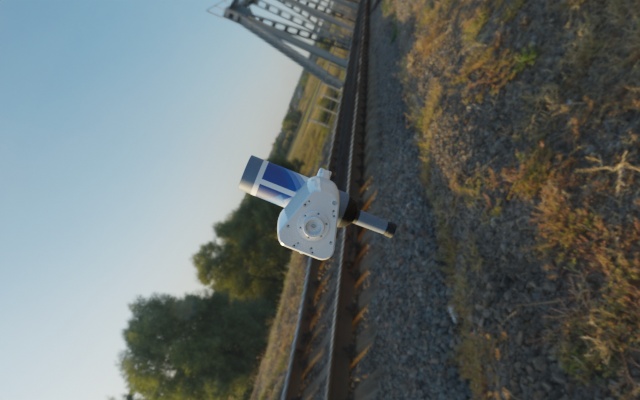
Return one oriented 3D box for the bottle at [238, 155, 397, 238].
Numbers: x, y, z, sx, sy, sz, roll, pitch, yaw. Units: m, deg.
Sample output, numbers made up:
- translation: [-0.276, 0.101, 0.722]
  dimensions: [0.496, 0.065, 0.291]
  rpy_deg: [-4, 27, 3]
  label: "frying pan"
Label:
- translation: [0.000, 0.003, 0.873]
  dimensions: [0.296, 0.069, 0.069]
  rpy_deg: [22, -3, -6]
  label: "bottle"
